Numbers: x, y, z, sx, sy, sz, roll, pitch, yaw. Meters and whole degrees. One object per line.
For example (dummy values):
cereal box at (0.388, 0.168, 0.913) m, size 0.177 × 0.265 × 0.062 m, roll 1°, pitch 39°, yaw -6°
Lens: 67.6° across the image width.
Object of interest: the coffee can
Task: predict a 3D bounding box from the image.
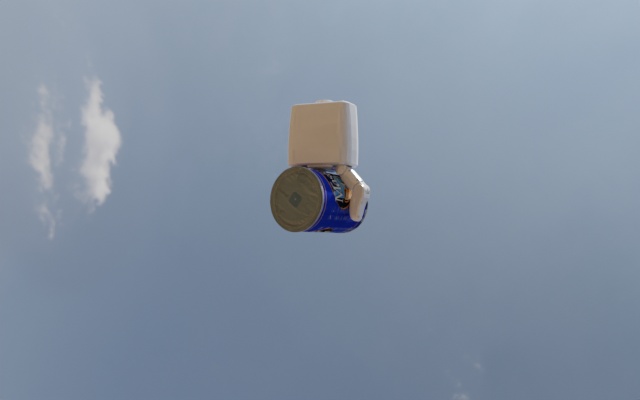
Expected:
coffee can at (0.000, 0.003, 0.795) m, size 0.103 × 0.103 × 0.140 m, roll 0°, pitch -4°, yaw 35°
